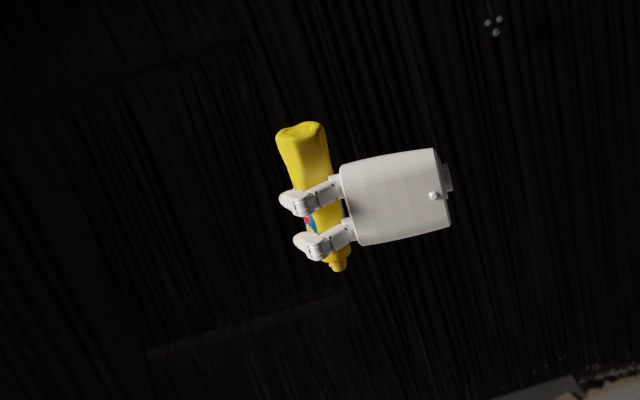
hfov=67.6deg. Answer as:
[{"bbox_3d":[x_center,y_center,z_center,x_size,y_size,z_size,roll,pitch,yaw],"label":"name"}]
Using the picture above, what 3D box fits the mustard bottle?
[{"bbox_3d":[0.000,0.002,0.594,0.058,0.192,0.096,-20,19,-8],"label":"mustard bottle"}]
